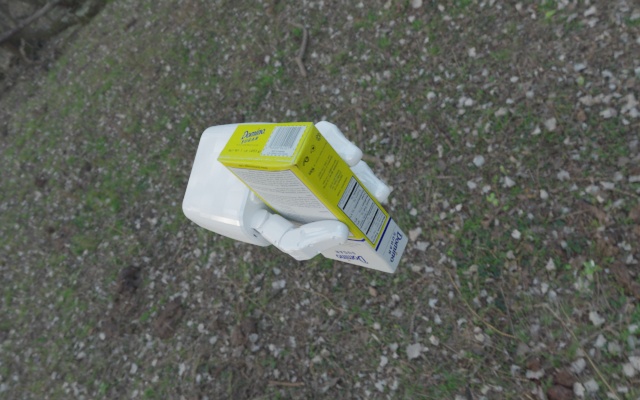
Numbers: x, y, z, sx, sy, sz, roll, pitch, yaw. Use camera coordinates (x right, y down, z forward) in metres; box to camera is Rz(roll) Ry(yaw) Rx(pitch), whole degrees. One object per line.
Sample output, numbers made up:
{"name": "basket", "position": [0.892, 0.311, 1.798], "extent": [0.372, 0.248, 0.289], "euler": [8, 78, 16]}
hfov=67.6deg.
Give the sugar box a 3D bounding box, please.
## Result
{"name": "sugar box", "position": [0.000, 0.001, 0.432], "extent": [0.093, 0.048, 0.176], "euler": [8, -25, 42]}
